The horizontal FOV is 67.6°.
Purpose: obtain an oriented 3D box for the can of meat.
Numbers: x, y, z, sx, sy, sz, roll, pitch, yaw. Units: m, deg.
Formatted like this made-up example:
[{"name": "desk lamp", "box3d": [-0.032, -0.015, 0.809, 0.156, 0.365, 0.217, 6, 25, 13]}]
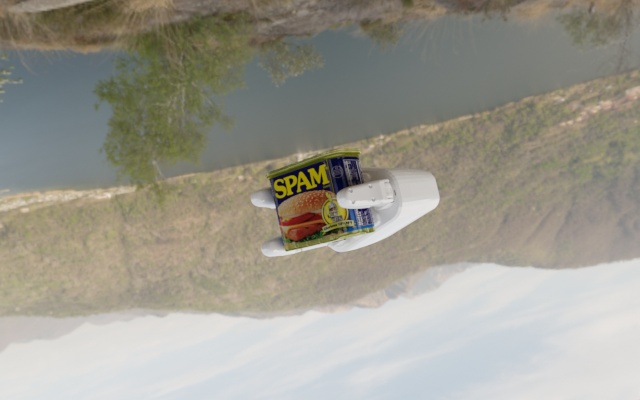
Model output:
[{"name": "can of meat", "box3d": [0.000, 0.002, 0.486, 0.102, 0.084, 0.057, -16, -6, 35]}]
